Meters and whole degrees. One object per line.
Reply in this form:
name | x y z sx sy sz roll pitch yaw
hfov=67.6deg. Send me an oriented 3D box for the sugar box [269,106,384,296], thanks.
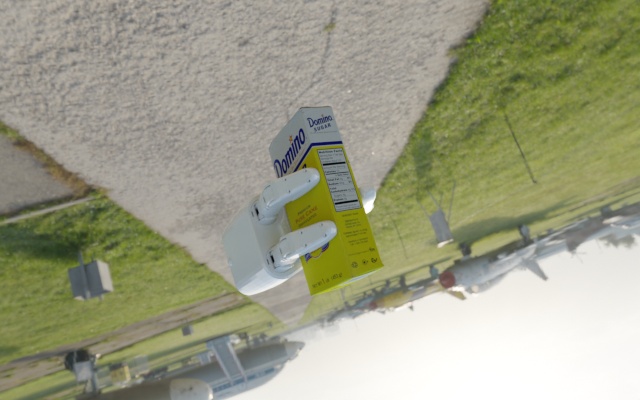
sugar box | 0.000 0.002 0.496 0.048 0.176 0.093 -11 -15 -32
